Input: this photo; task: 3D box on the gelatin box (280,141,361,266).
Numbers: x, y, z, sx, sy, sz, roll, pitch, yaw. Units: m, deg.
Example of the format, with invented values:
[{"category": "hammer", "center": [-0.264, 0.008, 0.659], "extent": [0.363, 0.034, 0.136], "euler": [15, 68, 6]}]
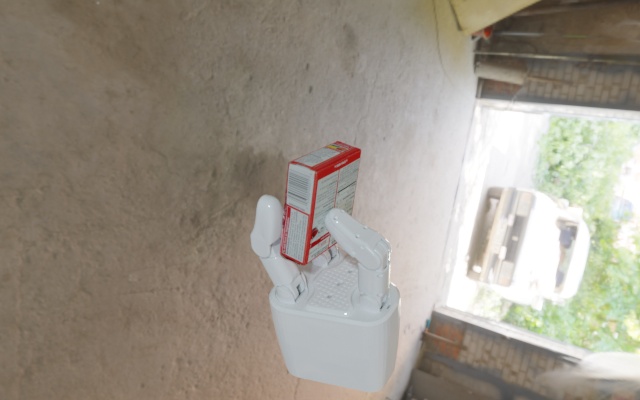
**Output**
[{"category": "gelatin box", "center": [0.000, 0.001, 0.407], "extent": [0.030, 0.089, 0.073], "euler": [22, 30, 26]}]
